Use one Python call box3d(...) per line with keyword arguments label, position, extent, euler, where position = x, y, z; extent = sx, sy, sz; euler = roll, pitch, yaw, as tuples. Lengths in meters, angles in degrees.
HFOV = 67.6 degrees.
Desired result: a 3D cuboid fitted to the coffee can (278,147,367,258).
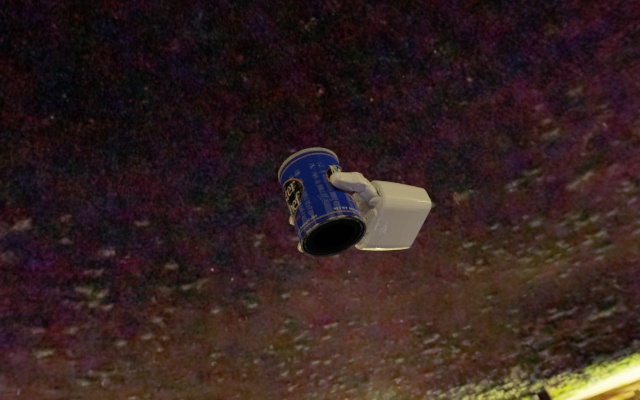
box3d(label="coffee can", position=(0.000, 0.002, 0.744), extent=(0.103, 0.140, 0.103), euler=(-13, -36, -10))
